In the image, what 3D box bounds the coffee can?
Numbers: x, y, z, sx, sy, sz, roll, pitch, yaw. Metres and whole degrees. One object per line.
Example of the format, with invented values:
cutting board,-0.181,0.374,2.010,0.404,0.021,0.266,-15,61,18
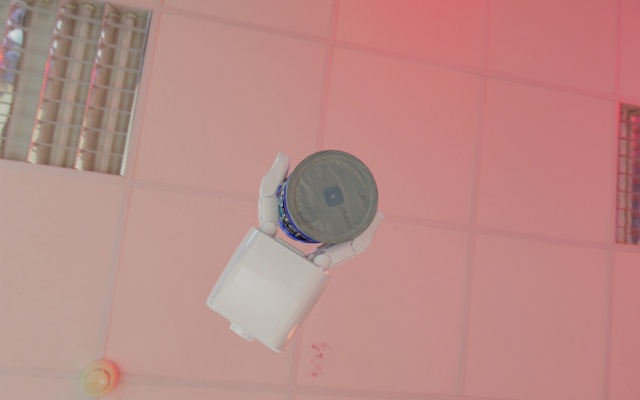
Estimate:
coffee can,0.000,0.002,0.583,0.103,0.103,0.140,0,-5,-12
